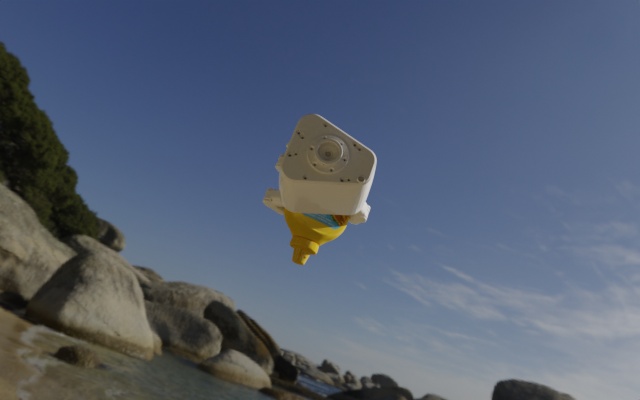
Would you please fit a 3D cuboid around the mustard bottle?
[{"bbox_3d":[0.000,0.002,0.697,0.096,0.191,0.058,27,-19,-19],"label":"mustard bottle"}]
